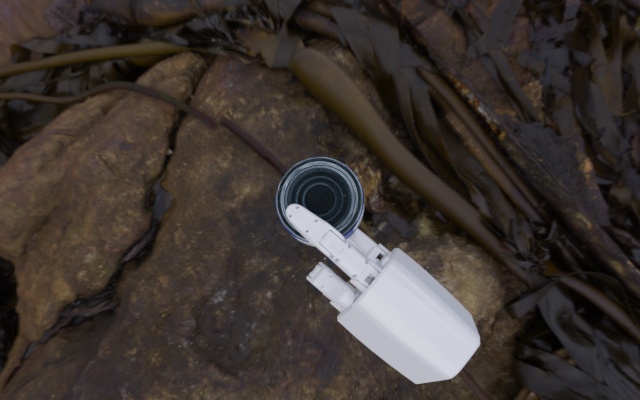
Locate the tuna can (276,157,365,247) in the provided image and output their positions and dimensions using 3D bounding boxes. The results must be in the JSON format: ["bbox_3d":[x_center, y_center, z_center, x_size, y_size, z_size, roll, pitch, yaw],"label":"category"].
[{"bbox_3d":[0.000,0.001,0.464,0.086,0.086,0.034,0,-10,5],"label":"tuna can"}]
